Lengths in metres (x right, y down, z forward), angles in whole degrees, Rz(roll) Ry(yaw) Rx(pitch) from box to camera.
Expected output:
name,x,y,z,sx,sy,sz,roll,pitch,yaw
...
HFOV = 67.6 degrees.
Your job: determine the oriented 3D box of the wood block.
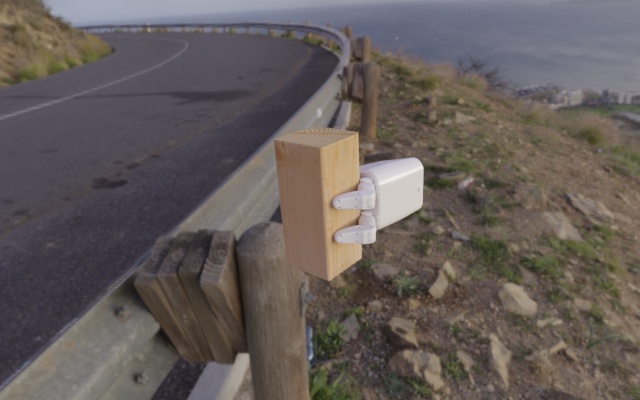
name,x,y,z,sx,sy,sz,roll,pitch,yaw
wood block,0.000,0.002,0.721,0.091,0.206,0.090,15,30,38
